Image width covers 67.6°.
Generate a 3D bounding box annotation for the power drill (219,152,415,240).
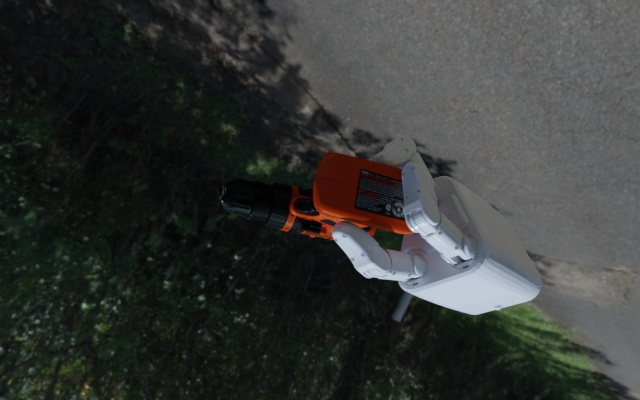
[{"bbox_3d":[0.000,0.002,0.482,0.184,0.057,0.187,12,-10,-18],"label":"power drill"}]
